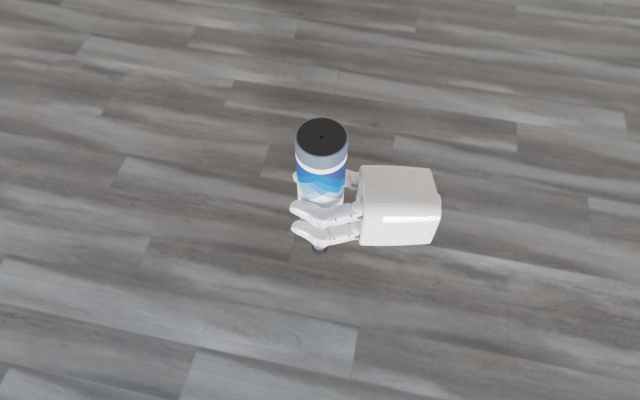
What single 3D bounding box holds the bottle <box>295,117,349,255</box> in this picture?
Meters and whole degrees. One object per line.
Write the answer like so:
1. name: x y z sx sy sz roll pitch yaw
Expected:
1. bottle: 0.000 0.002 0.710 0.069 0.069 0.296 0 -33 -1
